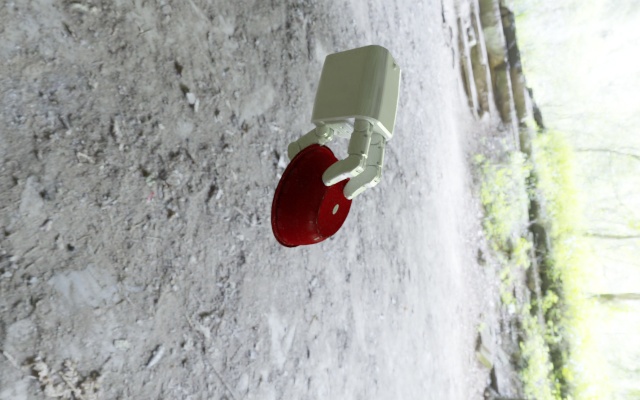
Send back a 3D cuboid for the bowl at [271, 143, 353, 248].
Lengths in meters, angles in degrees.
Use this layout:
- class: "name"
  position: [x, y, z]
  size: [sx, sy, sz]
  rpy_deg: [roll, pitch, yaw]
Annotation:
- class: "bowl"
  position: [0.000, 0.004, 0.691]
  size: [0.055, 0.162, 0.162]
  rpy_deg: [22, 11, 29]
